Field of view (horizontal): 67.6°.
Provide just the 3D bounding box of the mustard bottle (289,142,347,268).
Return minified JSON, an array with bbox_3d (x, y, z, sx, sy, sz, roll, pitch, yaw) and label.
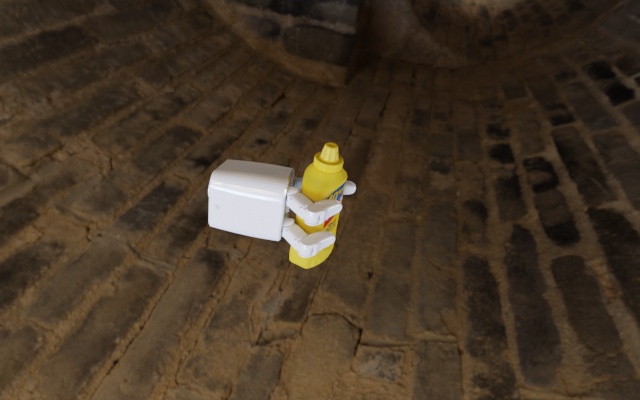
[{"bbox_3d":[0.000,0.003,0.706,0.058,0.192,0.096,24,36,20],"label":"mustard bottle"}]
